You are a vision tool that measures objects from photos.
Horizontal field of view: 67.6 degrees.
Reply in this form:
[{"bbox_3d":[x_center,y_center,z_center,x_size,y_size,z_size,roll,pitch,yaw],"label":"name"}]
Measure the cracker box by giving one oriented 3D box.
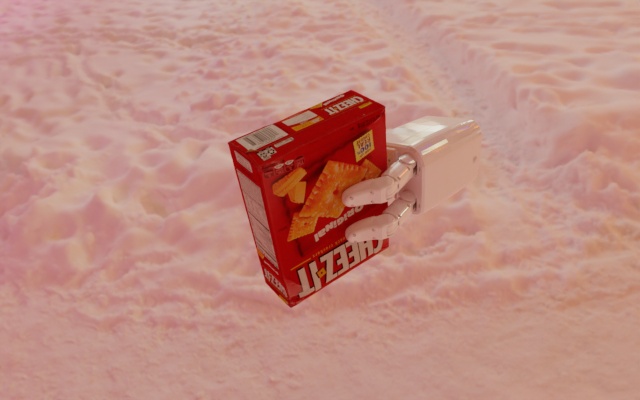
[{"bbox_3d":[0.000,0.002,0.563,0.164,0.214,0.072,-28,42,-23],"label":"cracker box"}]
